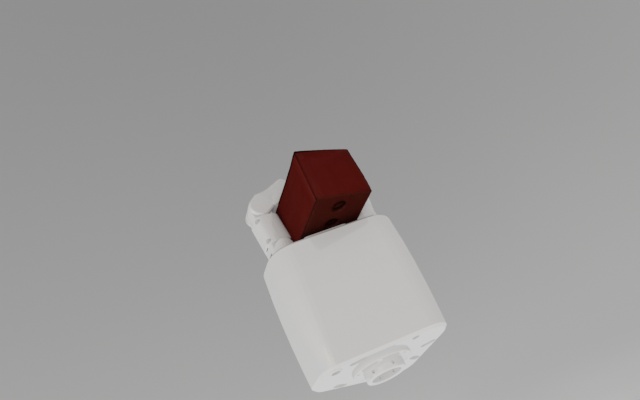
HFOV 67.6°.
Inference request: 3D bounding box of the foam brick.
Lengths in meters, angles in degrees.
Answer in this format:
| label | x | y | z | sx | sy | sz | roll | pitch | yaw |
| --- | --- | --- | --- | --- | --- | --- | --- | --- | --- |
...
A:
| label | x | y | z | sx | sy | sz | roll | pitch | yaw |
| --- | --- | --- | --- | --- | --- | --- | --- | --- | --- |
| foam brick | 0.000 | 0.001 | 0.409 | 0.053 | 0.051 | 0.078 | -8 | -38 | -26 |
